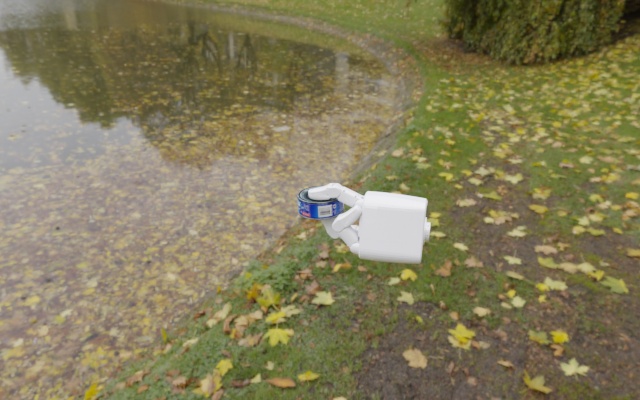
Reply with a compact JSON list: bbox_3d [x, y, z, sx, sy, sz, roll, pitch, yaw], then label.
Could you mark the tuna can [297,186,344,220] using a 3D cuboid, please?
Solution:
[{"bbox_3d":[0.000,0.002,0.875,0.086,0.034,0.086,-3,23,1],"label":"tuna can"}]
